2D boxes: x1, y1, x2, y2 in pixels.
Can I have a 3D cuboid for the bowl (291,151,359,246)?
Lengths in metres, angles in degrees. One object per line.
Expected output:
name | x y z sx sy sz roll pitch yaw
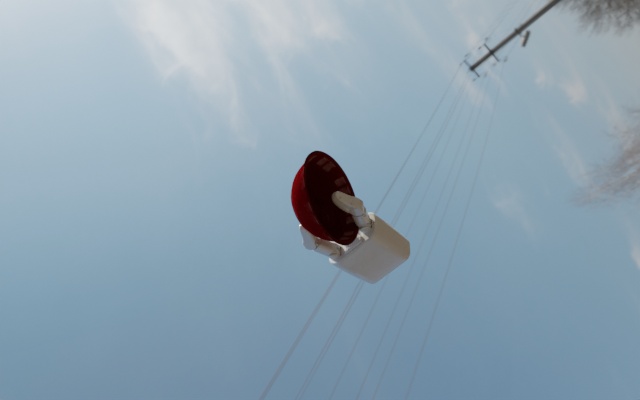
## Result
bowl | -0.001 0.002 0.785 0.055 0.162 0.162 -21 -10 29
